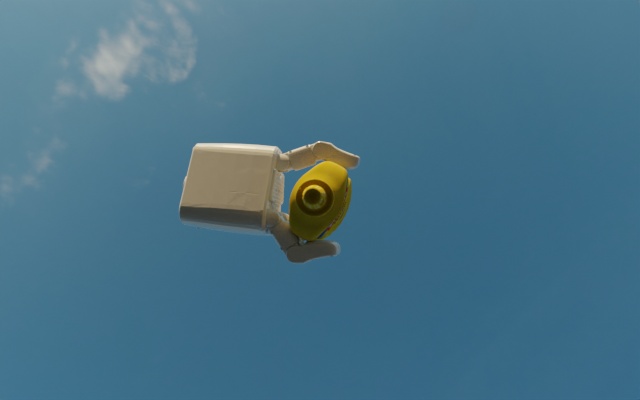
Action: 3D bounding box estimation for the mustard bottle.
[{"bbox_3d":[0.000,0.002,0.574,0.058,0.096,0.191,29,-1,7],"label":"mustard bottle"}]
